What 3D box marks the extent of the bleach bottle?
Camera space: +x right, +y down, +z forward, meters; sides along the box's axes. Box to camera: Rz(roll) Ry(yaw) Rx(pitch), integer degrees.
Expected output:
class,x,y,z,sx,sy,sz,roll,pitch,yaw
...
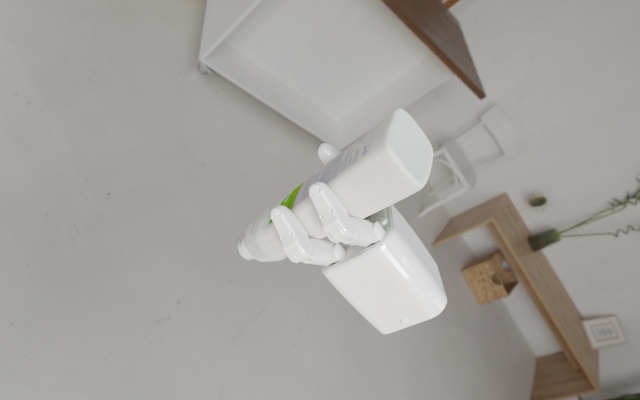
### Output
class,x,y,z,sx,sy,sz,roll,pitch,yaw
bleach bottle,0.000,0.002,0.530,0.251,0.068,0.102,-31,18,34
